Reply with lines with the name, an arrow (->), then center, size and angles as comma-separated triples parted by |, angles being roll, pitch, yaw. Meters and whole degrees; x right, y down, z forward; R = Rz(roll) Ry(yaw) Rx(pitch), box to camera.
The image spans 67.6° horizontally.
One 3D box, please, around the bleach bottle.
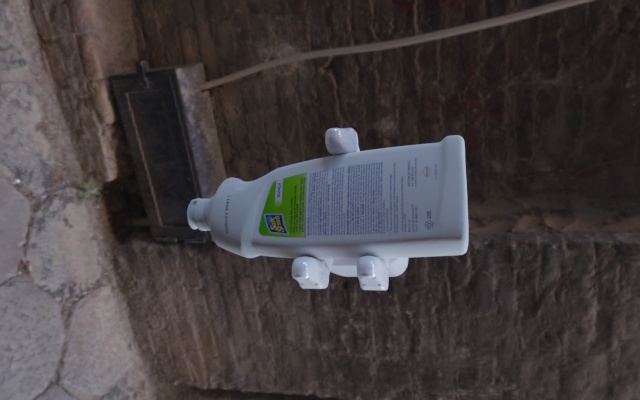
bleach bottle -> 0.000, 0.001, 0.430 | 0.251, 0.102, 0.068 | -2, -18, 15
